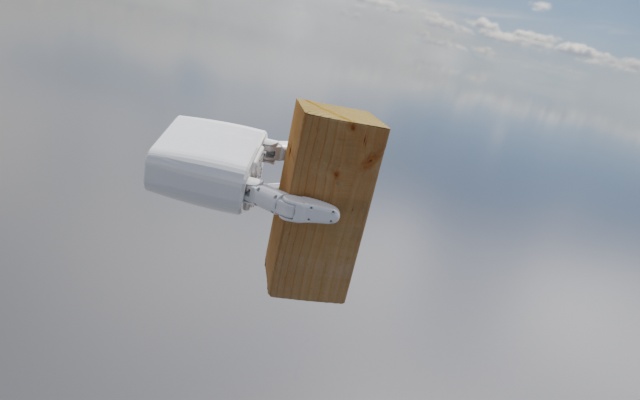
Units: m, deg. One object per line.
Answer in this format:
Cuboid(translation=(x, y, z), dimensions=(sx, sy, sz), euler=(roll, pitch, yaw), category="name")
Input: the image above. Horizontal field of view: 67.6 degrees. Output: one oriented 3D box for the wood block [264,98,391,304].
Cuboid(translation=(0.000, 0.002, 0.538), dimensions=(0.090, 0.206, 0.090), euler=(8, 20, -12), category="wood block")
